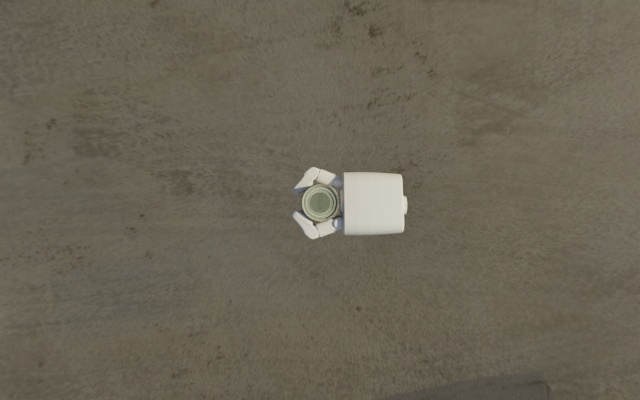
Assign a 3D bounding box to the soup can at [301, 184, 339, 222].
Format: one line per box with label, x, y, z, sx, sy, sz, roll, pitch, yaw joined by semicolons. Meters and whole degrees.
soup can;0.000;0.003;0.869;0.068;0.068;0.102;0;2;1
